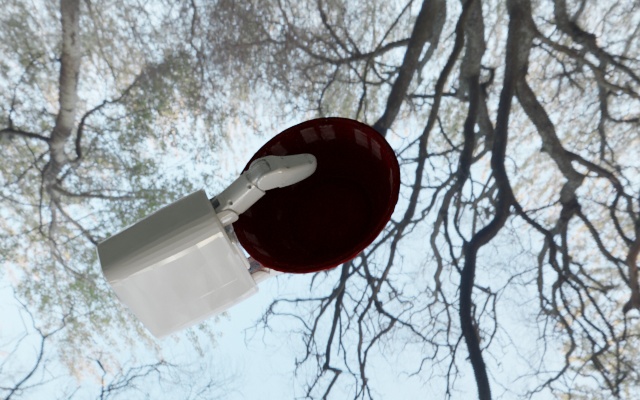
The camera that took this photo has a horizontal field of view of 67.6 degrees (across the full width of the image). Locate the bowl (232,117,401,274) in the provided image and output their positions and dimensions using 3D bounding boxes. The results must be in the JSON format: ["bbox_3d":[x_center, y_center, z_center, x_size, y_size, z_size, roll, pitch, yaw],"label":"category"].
[{"bbox_3d":[0.001,0.001,0.449,0.162,0.162,0.055,0,-28,22],"label":"bowl"}]
